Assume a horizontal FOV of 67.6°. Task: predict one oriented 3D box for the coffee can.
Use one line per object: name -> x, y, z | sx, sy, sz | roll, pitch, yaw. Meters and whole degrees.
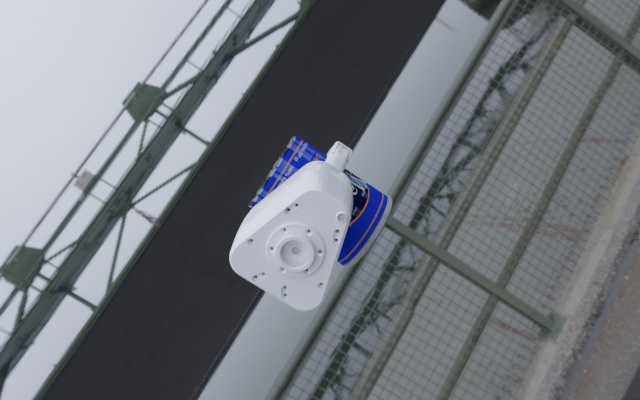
coffee can -> 0.000, 0.002, 0.576 | 0.140, 0.103, 0.103 | 33, -4, -6
